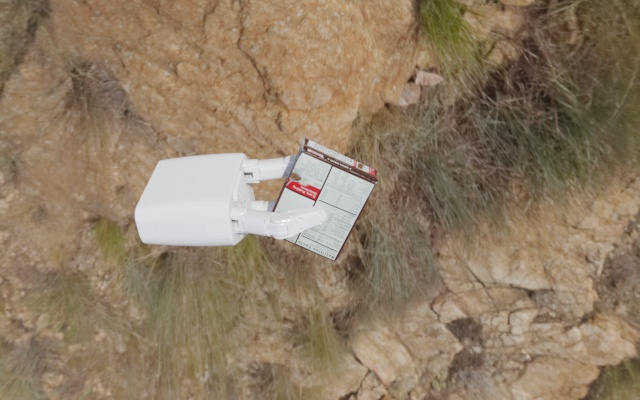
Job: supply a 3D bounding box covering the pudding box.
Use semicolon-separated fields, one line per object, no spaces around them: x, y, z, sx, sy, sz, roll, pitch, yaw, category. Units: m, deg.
0.000;0.002;0.527;0.090;0.113;0.039;23;27;-5;pudding box
